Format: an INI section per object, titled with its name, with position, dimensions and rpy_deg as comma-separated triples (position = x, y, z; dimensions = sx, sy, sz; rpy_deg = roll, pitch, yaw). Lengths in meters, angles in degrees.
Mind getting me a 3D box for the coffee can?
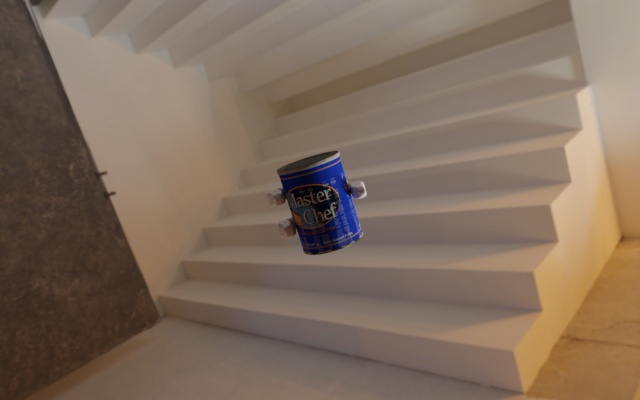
[coffee can]
position = 0.000, 0.002, 0.764
dimensions = 0.103, 0.140, 0.103
rpy_deg = -17, 11, 3
